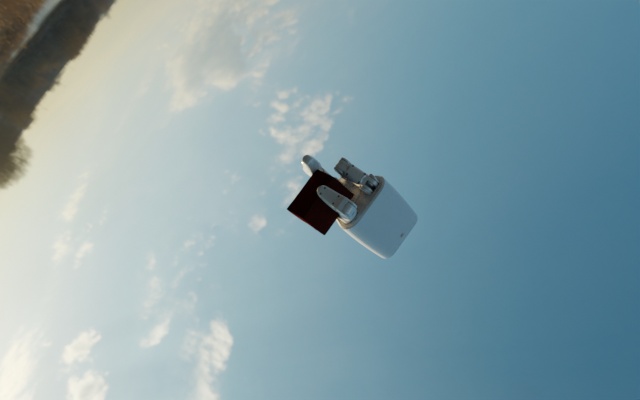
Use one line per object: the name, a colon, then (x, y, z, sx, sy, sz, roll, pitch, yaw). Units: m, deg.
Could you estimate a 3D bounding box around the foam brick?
foam brick: (0.000, 0.002, 0.710, 0.051, 0.078, 0.053, 40, -6, -35)
